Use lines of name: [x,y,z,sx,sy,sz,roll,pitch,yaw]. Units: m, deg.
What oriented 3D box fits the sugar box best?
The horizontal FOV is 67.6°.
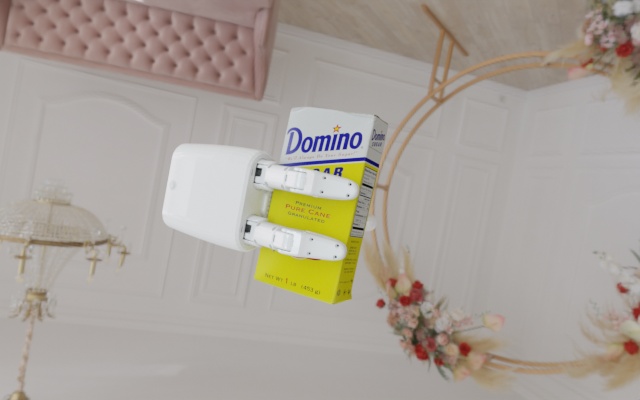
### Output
sugar box: [0.000,0.002,0.462,0.093,0.176,0.048,11,1,28]
